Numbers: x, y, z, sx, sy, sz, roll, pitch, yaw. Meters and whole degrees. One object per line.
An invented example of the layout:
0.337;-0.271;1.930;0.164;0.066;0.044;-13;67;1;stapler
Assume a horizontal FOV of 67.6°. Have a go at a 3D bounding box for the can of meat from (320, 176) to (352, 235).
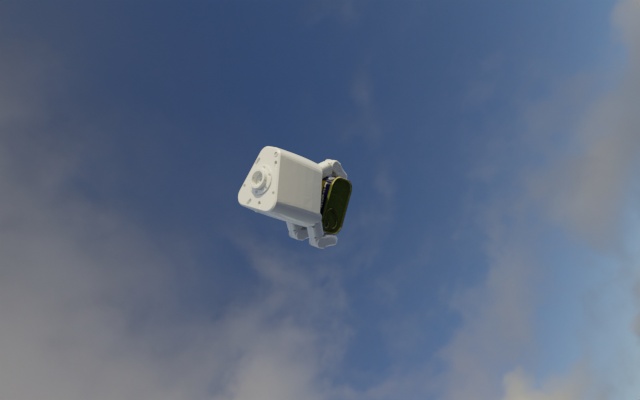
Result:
0.000;0.003;0.874;0.084;0.102;0.057;14;-2;41;can of meat
